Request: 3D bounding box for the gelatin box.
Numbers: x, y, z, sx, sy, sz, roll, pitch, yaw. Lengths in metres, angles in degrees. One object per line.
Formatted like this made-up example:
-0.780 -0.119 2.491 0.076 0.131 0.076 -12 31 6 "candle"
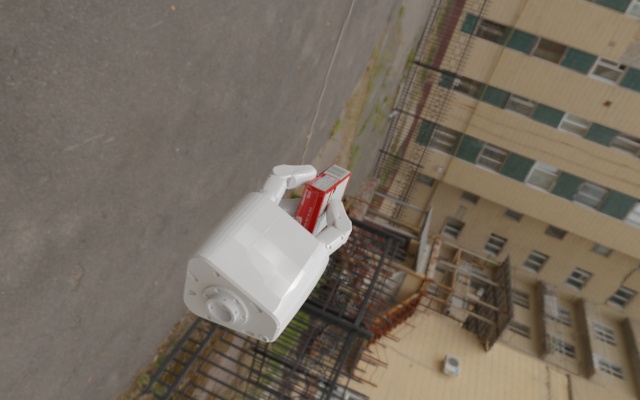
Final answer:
0.001 0.002 0.597 0.030 0.073 0.089 27 29 14 "gelatin box"
